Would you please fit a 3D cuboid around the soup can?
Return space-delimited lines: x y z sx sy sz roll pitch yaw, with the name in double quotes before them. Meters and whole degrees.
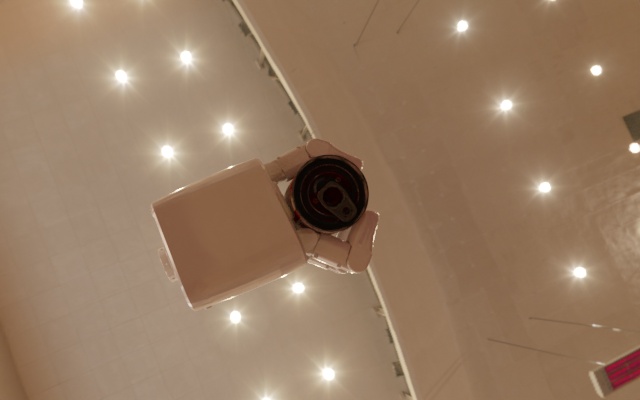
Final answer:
"soup can" 0.000 0.001 0.459 0.068 0.068 0.102 0 -9 -10
